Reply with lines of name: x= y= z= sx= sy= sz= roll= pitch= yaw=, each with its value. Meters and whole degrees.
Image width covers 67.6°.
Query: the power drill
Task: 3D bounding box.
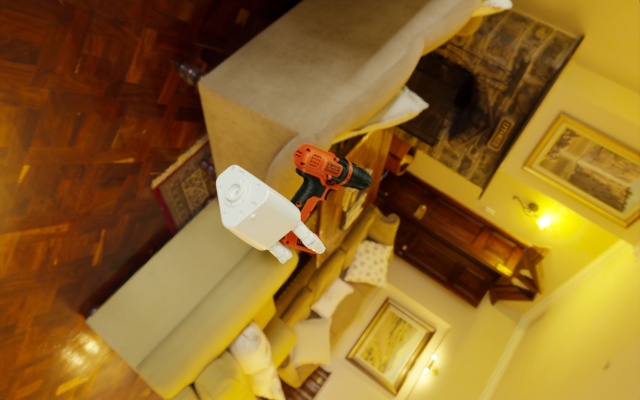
power drill: x=0.000 y=0.003 z=0.891 sx=0.184 sy=0.187 sz=0.057 roll=20 pitch=5 yaw=-38
